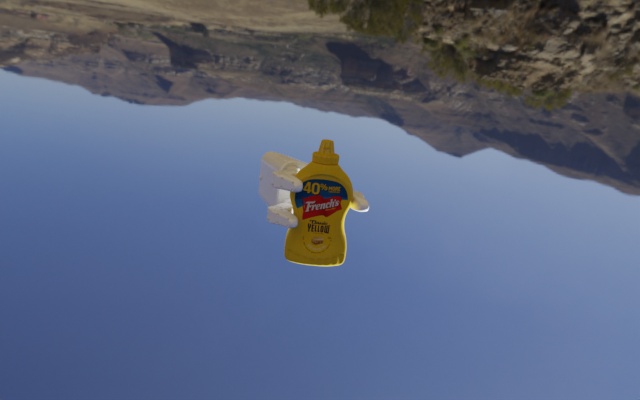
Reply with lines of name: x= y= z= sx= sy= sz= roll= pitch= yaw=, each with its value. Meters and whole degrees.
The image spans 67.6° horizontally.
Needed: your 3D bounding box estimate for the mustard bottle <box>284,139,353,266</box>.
mustard bottle: x=0.000 y=0.003 z=0.731 sx=0.096 sy=0.192 sz=0.058 roll=6 pitch=15 yaw=-3
